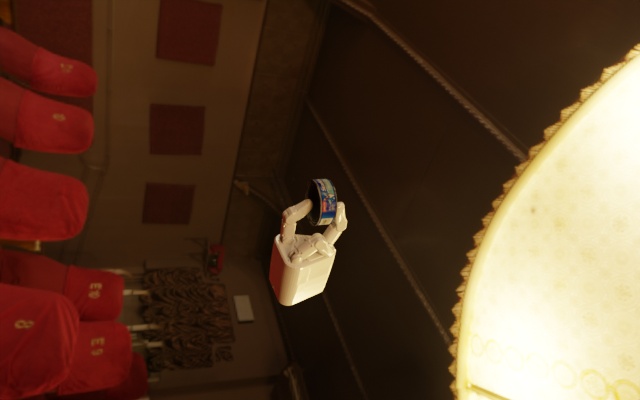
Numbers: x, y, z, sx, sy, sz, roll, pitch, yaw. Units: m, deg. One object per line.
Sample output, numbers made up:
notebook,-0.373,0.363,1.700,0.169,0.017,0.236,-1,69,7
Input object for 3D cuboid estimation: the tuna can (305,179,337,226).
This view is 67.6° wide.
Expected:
tuna can,0.001,0.003,0.879,0.034,0.086,0.086,-4,1,-20
